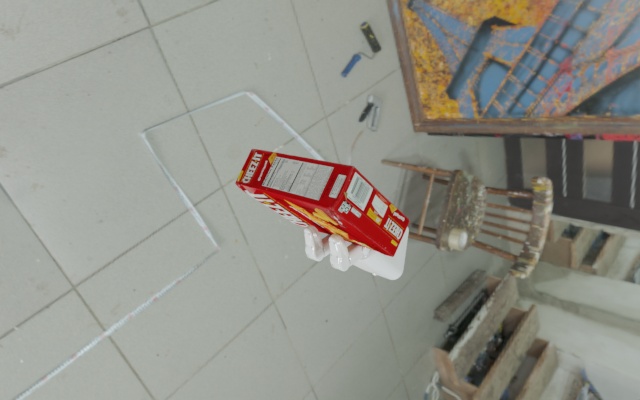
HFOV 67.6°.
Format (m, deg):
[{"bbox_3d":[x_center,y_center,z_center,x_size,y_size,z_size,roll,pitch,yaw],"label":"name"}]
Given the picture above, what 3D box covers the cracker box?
[{"bbox_3d":[0.000,0.002,0.714,0.213,0.072,0.164,14,-17,44],"label":"cracker box"}]
